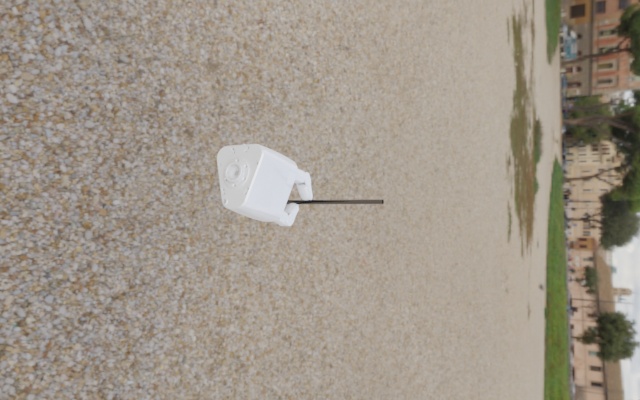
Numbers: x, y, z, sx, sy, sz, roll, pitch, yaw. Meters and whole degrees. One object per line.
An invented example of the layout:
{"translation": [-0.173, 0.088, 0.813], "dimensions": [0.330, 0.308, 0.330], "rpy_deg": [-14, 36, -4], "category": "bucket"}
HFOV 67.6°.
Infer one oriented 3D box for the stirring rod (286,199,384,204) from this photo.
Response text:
{"translation": [0.000, 0.003, 0.875], "dimensions": [0.239, 0.011, 0.011], "rpy_deg": [0, 0, 27], "category": "stirring rod"}
